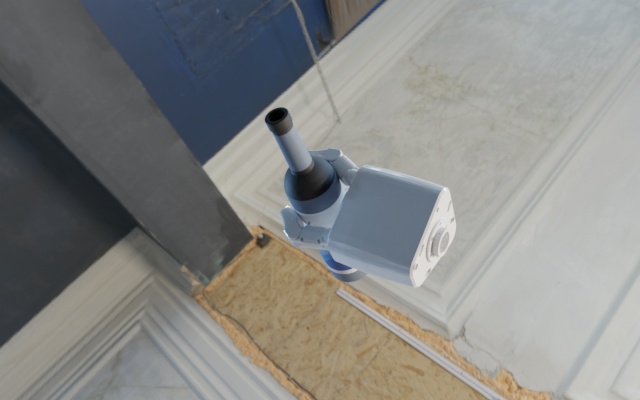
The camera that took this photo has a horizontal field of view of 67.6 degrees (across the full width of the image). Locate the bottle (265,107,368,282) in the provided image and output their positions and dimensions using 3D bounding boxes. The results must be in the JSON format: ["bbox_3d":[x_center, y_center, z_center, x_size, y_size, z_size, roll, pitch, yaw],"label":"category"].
[{"bbox_3d":[0.000,0.002,0.606,0.069,0.069,0.296,0,-38,24],"label":"bottle"}]
